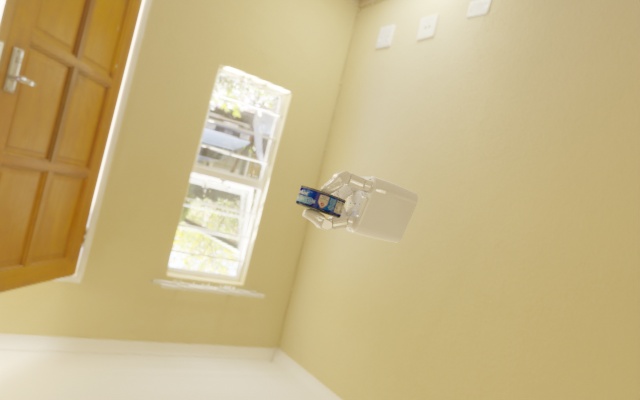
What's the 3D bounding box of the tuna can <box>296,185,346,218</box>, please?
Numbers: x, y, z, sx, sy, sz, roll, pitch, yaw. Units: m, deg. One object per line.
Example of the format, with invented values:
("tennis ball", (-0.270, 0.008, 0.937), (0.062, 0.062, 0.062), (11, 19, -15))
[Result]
("tuna can", (0.000, 0.003, 0.853), (0.086, 0.034, 0.086), (19, -3, 1))
